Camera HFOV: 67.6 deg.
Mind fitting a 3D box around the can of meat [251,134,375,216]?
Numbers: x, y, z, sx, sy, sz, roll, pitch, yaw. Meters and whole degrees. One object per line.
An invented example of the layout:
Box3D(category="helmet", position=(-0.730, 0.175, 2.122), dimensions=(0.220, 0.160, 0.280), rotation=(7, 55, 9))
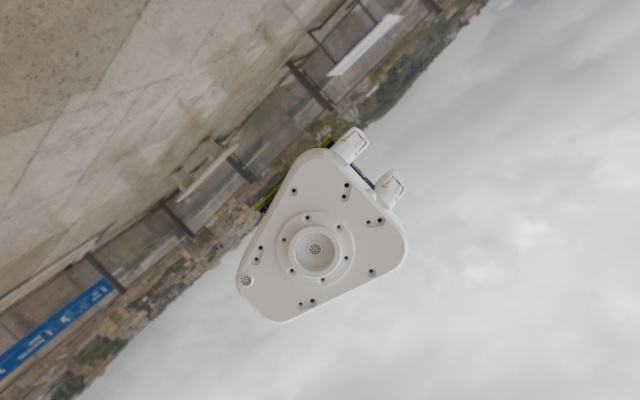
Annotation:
Box3D(category="can of meat", position=(0.000, 0.002, 0.458), dimensions=(0.102, 0.084, 0.057), rotation=(-43, 4, 2))
